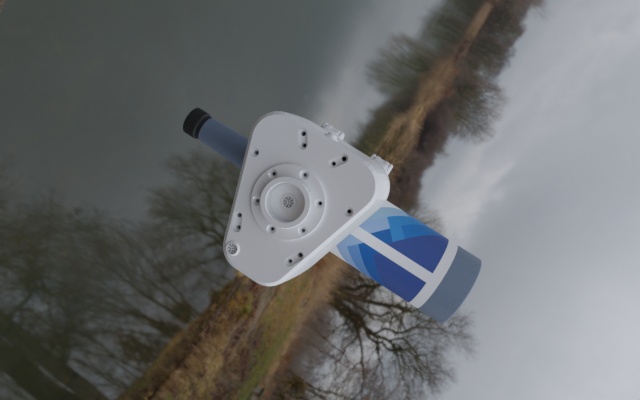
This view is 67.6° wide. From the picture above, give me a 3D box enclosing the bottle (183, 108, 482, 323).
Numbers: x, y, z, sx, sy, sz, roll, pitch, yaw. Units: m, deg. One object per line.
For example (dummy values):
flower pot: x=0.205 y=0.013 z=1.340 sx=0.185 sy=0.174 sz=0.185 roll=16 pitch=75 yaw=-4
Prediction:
bottle: x=0.000 y=0.002 z=0.438 sx=0.295 sy=0.069 sz=0.069 roll=33 pitch=4 yaw=7
